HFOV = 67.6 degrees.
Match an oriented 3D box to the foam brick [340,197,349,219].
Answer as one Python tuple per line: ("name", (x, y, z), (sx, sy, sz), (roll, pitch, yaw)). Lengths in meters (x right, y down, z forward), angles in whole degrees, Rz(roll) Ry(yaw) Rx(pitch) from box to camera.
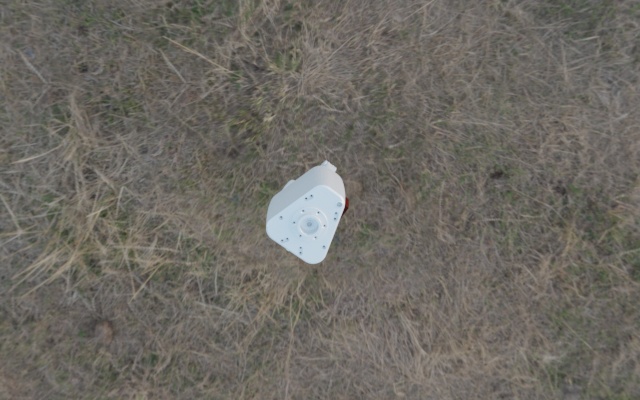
("foam brick", (0.000, 0.003, 0.767), (0.078, 0.053, 0.051), (35, 15, -10))
